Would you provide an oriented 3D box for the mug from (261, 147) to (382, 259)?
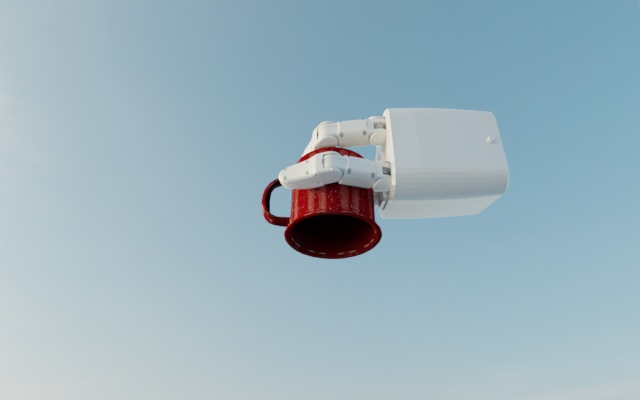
[{"bbox_3d":[-0.001,0.001,0.476,0.117,0.081,0.093,1,-33,-1],"label":"mug"}]
